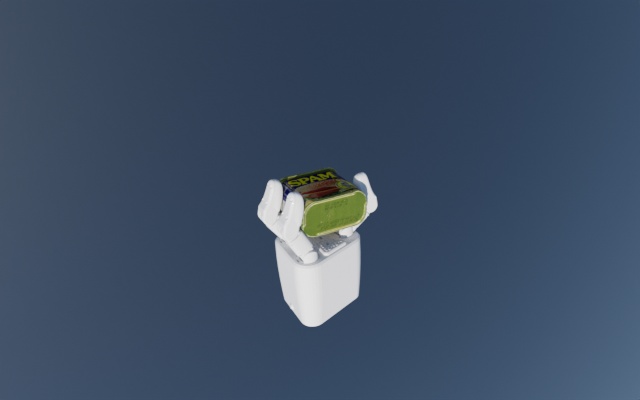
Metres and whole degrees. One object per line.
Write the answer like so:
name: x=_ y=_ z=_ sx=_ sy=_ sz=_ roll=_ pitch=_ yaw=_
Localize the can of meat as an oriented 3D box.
can of meat: x=0.000 y=0.002 z=0.642 sx=0.102 sy=0.057 sz=0.084 roll=-14 pitch=30 yaw=-25
